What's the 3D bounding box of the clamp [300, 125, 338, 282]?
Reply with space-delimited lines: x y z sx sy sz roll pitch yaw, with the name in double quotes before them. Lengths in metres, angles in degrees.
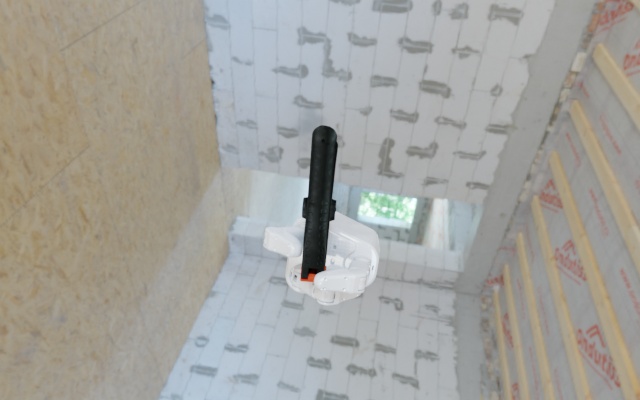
"clamp" 0.001 0.002 0.531 0.039 0.171 0.120 9 11 8
